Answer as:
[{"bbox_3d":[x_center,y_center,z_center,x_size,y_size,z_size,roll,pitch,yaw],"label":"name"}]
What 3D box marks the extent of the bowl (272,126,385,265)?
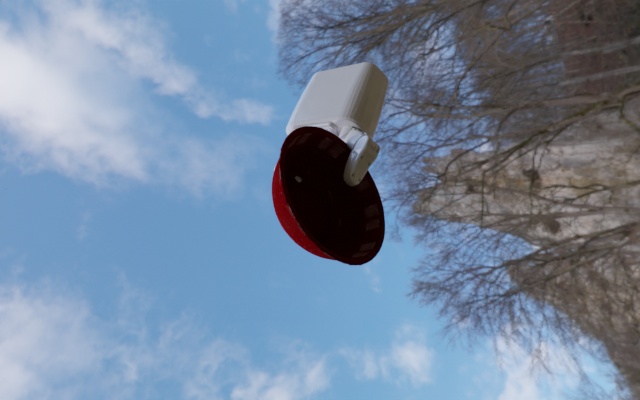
[{"bbox_3d":[-0.001,0.003,0.525,0.055,0.162,0.162,-29,-18,36],"label":"bowl"}]
